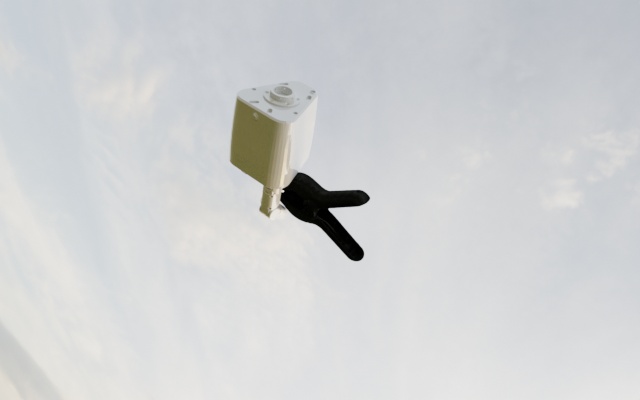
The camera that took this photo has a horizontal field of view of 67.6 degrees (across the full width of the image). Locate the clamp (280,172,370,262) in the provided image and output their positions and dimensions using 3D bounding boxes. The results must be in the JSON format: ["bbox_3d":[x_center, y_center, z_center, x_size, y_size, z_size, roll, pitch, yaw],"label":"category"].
[{"bbox_3d":[0.000,0.002,0.666,0.171,0.120,0.039,33,44,20],"label":"clamp"}]
